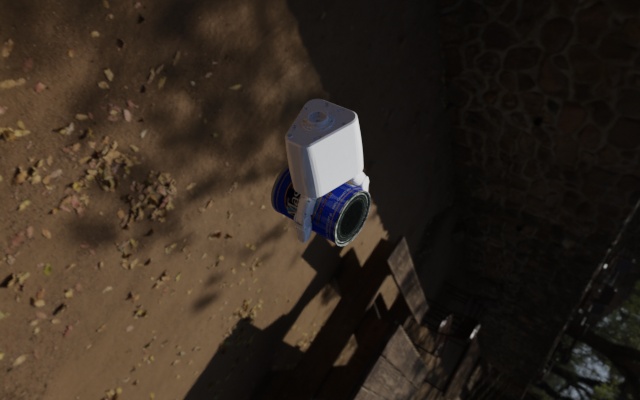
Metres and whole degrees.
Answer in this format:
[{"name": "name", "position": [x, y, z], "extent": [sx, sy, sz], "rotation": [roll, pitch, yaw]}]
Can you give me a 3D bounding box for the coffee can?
[{"name": "coffee can", "position": [0.000, 0.003, 0.822], "extent": [0.140, 0.103, 0.103], "rotation": [27, 14, 29]}]
